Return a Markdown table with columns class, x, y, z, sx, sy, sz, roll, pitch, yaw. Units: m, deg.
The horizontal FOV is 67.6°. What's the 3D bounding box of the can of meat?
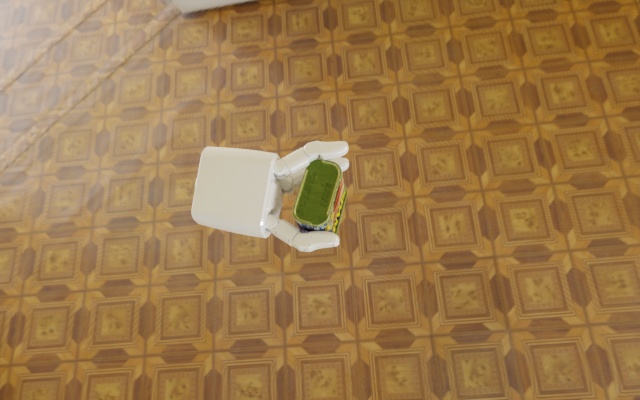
| class | x | y | z | sx | sy | sz | roll | pitch | yaw |
| --- | --- | --- | --- | --- | --- | --- | --- | --- | --- |
| can of meat | 0.000 | 0.002 | 0.676 | 0.057 | 0.102 | 0.084 | 12 | -19 | 12 |
